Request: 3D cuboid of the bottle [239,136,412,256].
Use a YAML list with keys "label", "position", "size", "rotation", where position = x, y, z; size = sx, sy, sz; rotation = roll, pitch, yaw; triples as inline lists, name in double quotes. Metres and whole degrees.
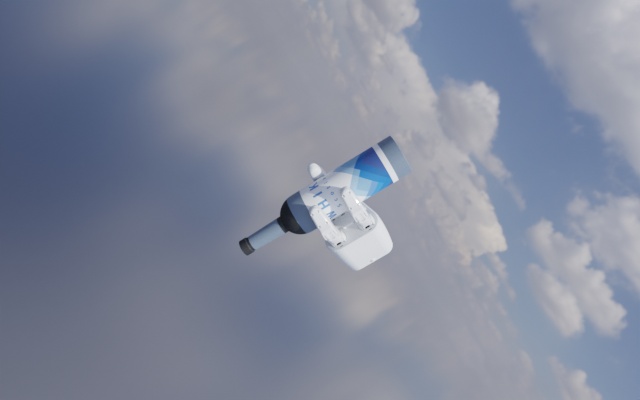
- label: "bottle"
  position: [0.000, 0.002, 0.760]
  size: [0.296, 0.069, 0.069]
  rotation: [-31, -4, 6]
